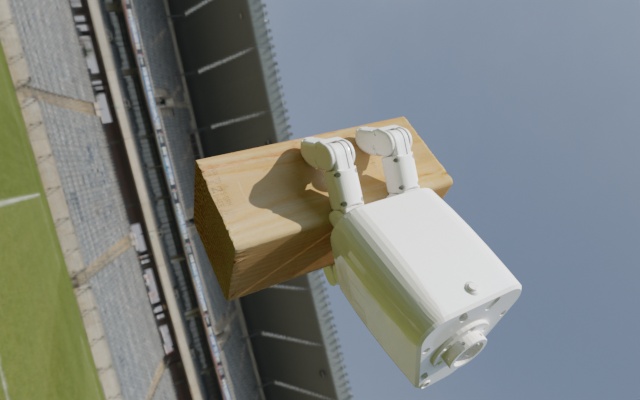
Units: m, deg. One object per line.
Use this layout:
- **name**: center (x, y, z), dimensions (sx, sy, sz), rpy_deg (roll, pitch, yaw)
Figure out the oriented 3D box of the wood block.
- **wood block**: center (0.000, 0.002, 0.431), dimensions (0.206, 0.090, 0.091), rpy_deg (-15, -31, -26)
